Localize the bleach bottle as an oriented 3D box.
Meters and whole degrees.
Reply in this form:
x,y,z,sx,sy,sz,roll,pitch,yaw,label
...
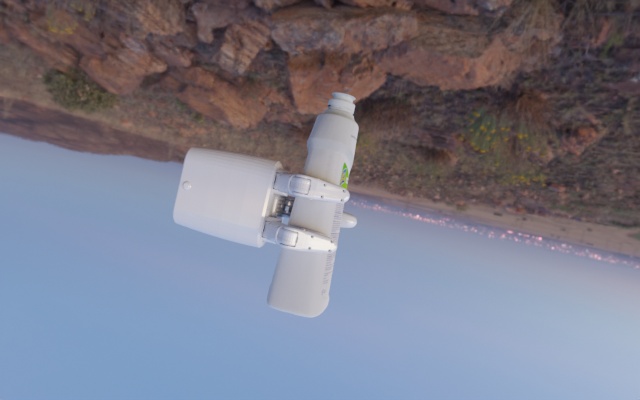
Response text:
x,y,z,sx,sy,sz,roll,pitch,yaw,label
0.000,0.002,0.560,0.068,0.251,0.102,13,0,8,bleach bottle
